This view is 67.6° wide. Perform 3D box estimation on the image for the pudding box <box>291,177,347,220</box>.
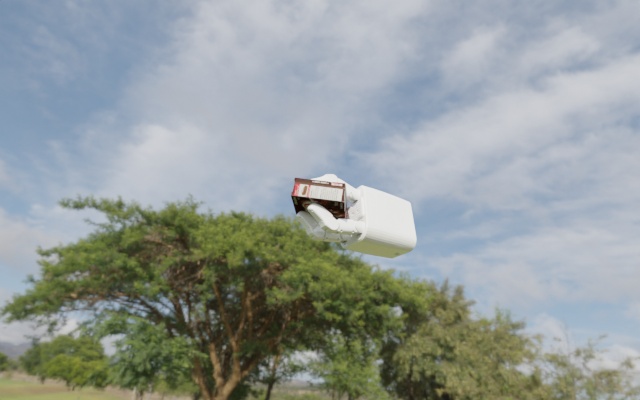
[{"bbox_3d":[0.000,0.003,0.828,0.090,0.039,0.113,6,-23,6],"label":"pudding box"}]
